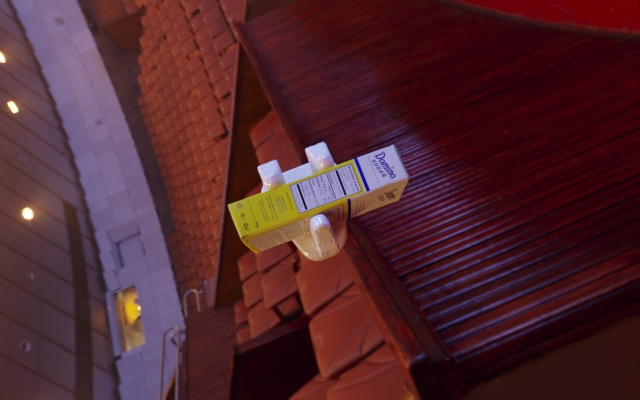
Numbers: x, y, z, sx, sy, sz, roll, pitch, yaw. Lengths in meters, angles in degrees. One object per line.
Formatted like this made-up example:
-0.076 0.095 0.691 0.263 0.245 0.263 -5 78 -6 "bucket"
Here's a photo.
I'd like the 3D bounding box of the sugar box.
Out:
0.000 0.001 0.506 0.176 0.048 0.093 -22 -14 -3 "sugar box"
